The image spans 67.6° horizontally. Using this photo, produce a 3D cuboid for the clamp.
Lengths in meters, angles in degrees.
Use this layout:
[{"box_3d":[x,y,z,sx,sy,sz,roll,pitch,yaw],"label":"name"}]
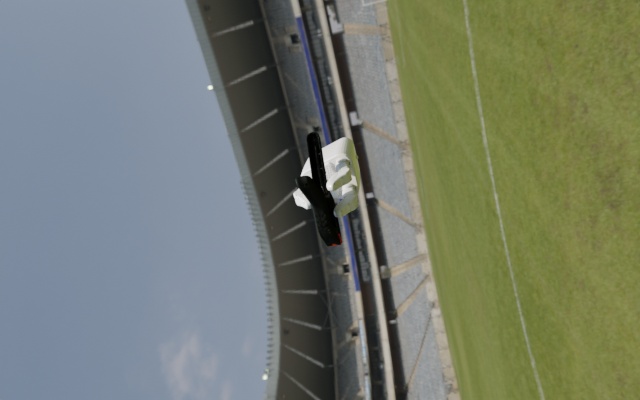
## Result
[{"box_3d":[-0.001,0.003,0.842,0.036,0.210,0.164,-8,26,13],"label":"clamp"}]
